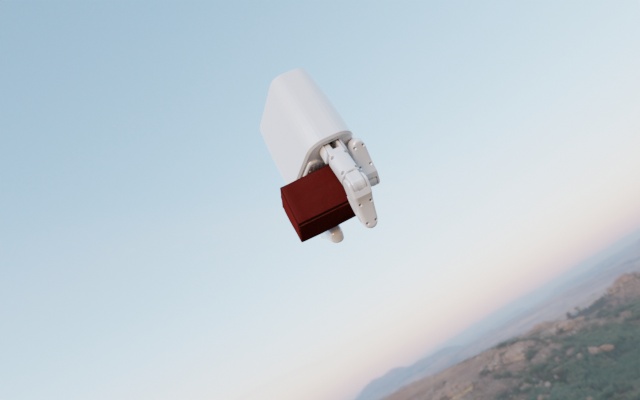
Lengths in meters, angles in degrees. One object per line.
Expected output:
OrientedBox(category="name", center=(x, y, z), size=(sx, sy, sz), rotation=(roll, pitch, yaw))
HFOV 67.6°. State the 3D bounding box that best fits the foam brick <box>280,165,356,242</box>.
OrientedBox(category="foam brick", center=(0.000, 0.002, 0.532), size=(0.078, 0.051, 0.053), rotation=(-26, -22, -12))
